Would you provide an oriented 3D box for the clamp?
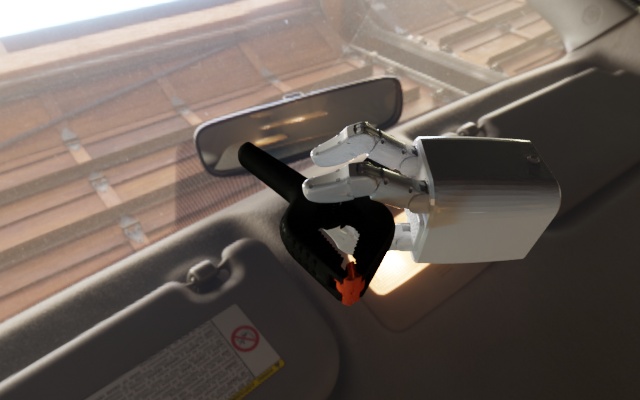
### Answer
[{"bbox_3d":[0.000,0.002,0.420,0.164,0.036,0.209,0,38,0],"label":"clamp"}]
